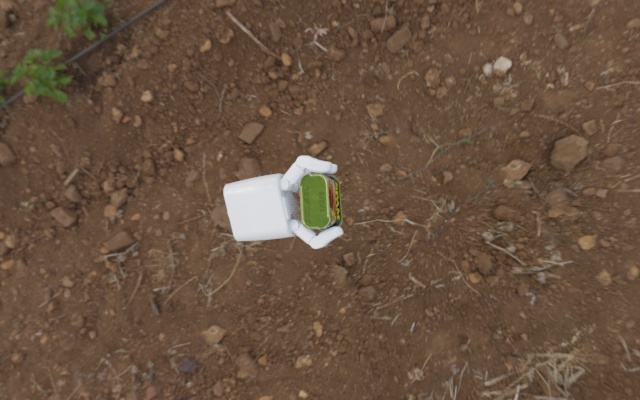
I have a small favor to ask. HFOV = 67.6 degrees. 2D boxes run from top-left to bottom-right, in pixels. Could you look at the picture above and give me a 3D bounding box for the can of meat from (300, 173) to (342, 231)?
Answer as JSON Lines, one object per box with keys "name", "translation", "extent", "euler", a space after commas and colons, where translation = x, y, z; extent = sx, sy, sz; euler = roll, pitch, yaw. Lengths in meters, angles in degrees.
{"name": "can of meat", "translation": [0.000, 0.003, 0.846], "extent": [0.057, 0.102, 0.084], "euler": [-4, -3, 15]}
